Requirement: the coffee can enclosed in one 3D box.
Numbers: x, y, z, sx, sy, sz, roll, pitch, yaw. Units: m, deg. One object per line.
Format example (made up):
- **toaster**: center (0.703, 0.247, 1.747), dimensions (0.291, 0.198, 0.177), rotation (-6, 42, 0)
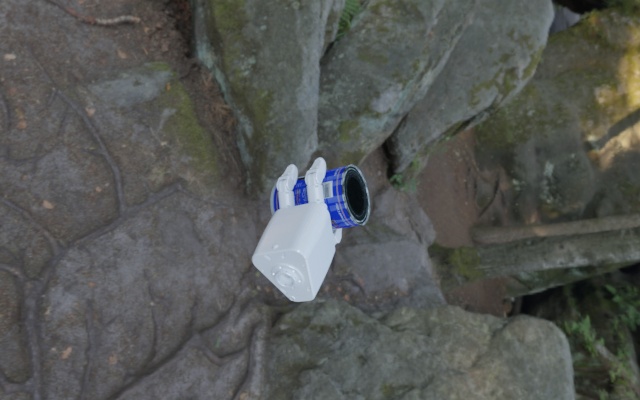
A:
- **coffee can**: center (0.000, 0.003, 0.816), dimensions (0.140, 0.103, 0.103), rotation (-11, -5, 28)
